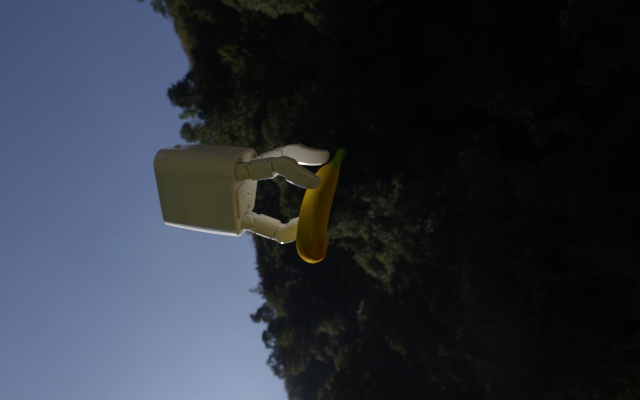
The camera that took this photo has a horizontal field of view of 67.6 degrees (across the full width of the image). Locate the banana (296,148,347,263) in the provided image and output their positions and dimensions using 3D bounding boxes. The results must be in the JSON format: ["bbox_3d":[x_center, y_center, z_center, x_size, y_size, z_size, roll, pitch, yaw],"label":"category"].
[{"bbox_3d":[-0.004,0.013,0.561,0.037,0.070,0.197,17,40,-4],"label":"banana"}]
